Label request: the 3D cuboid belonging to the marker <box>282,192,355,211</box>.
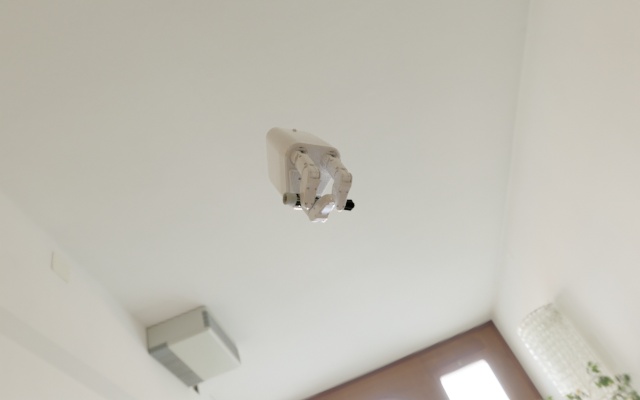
[{"bbox_3d":[0.000,0.002,0.729,0.121,0.020,0.020,6,-3,-29],"label":"marker"}]
